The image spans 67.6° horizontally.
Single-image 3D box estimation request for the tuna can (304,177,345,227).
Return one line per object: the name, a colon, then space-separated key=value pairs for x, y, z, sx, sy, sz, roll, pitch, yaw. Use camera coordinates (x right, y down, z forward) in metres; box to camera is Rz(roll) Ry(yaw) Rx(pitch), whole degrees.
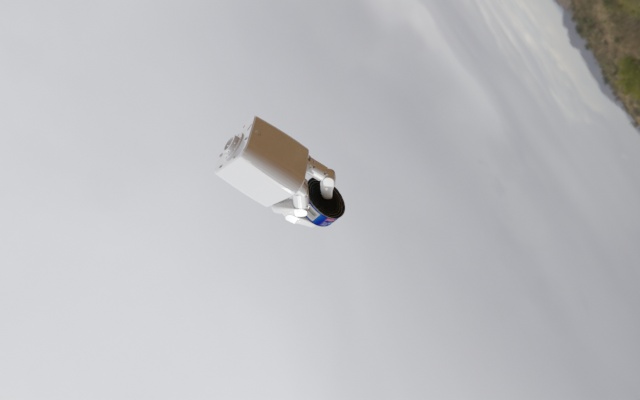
tuna can: x=0.000 y=0.003 z=0.837 sx=0.086 sy=0.086 sz=0.034 roll=0 pitch=-32 yaw=-46
